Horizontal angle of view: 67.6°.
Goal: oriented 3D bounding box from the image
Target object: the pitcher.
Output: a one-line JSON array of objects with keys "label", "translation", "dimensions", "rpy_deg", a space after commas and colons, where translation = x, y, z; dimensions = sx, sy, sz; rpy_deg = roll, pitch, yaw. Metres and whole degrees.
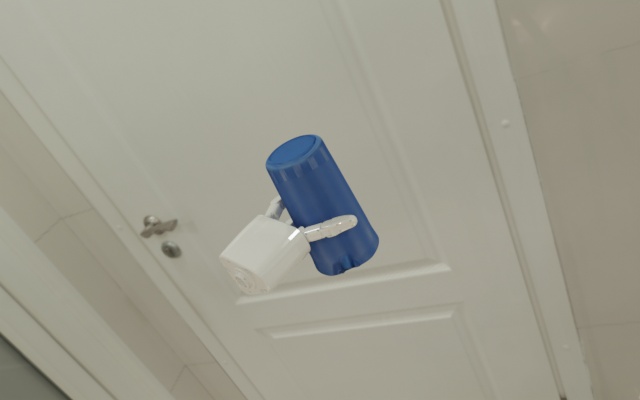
[{"label": "pitcher", "translation": [0.000, 0.003, 0.867], "dimensions": [0.149, 0.243, 0.145], "rpy_deg": [4, 41, 46]}]
